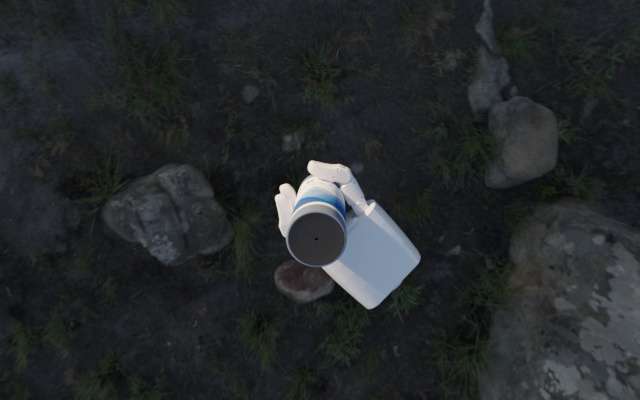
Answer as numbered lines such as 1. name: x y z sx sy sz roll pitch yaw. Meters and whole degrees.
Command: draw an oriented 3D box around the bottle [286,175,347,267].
1. bottle: 0.000 0.002 0.660 0.069 0.069 0.295 0 16 2
